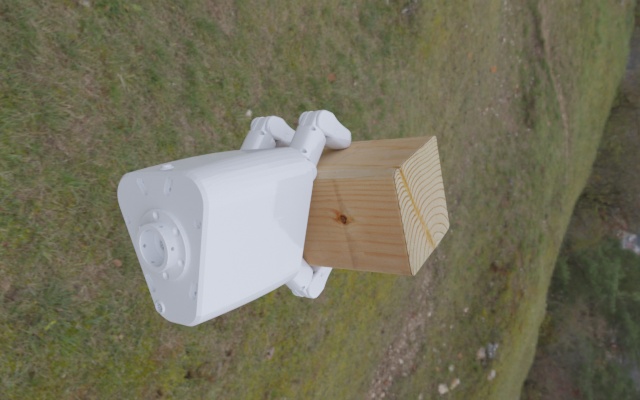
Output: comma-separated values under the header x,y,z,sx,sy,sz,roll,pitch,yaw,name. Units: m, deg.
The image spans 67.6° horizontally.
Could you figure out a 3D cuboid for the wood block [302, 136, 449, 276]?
x,y,z,sx,sy,sz,roll,pitch,yaw,name
0.000,0.002,0.444,0.206,0.091,0.090,1,25,35,wood block
